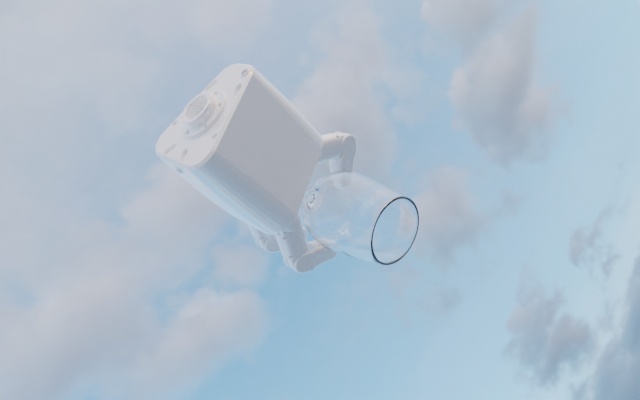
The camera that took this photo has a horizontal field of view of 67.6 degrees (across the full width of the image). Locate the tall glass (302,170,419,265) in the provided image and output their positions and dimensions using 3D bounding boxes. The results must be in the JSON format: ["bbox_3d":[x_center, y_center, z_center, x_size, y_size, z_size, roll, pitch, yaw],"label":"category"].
[{"bbox_3d":[0.000,0.001,0.479,0.079,0.079,0.201,0,15,-43],"label":"tall glass"}]
